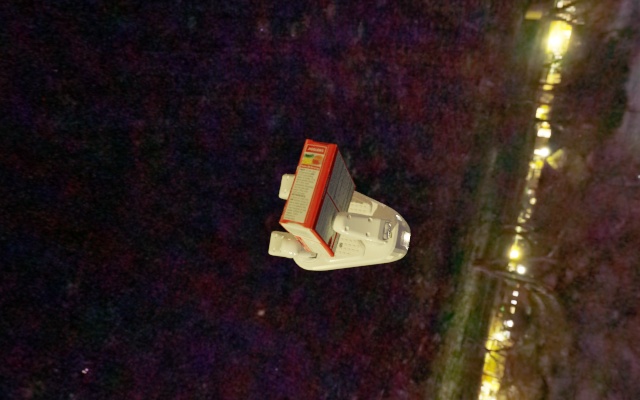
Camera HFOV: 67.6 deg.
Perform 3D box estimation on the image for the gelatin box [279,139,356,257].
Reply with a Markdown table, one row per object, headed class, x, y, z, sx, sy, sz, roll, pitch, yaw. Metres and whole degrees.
| class | x | y | z | sx | sy | sz | roll | pitch | yaw |
| --- | --- | --- | --- | --- | --- | --- | --- | --- | --- |
| gelatin box | 0.000 | 0.001 | 0.406 | 0.030 | 0.073 | 0.089 | 12 | -17 | 18 |
